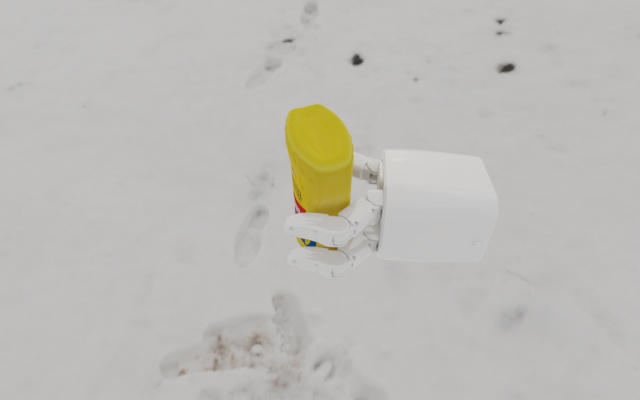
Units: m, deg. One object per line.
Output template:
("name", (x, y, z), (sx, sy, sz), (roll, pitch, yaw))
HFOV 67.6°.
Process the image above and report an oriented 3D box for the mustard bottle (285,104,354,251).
("mustard bottle", (0.000, 0.002, 0.501), (0.058, 0.096, 0.192), (-16, -40, -12))
